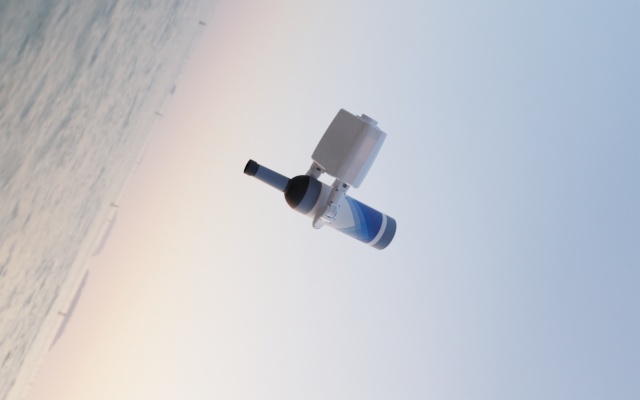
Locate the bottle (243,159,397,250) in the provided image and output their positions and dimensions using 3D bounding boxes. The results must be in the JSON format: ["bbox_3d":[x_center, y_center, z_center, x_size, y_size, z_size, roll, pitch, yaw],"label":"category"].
[{"bbox_3d":[0.000,0.003,0.851,0.296,0.069,0.069,26,-10,-21],"label":"bottle"}]
